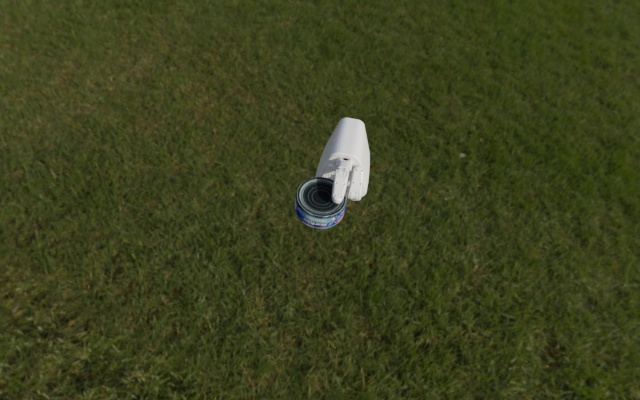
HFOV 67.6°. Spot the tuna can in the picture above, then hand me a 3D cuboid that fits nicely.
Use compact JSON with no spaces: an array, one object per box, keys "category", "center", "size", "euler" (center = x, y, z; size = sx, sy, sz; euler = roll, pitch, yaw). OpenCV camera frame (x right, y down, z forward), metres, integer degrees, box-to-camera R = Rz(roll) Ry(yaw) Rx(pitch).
[{"category":"tuna can","center":[0.000,0.002,0.793],"size":[0.086,0.086,0.034],"euler":[0,-37,-9]}]
